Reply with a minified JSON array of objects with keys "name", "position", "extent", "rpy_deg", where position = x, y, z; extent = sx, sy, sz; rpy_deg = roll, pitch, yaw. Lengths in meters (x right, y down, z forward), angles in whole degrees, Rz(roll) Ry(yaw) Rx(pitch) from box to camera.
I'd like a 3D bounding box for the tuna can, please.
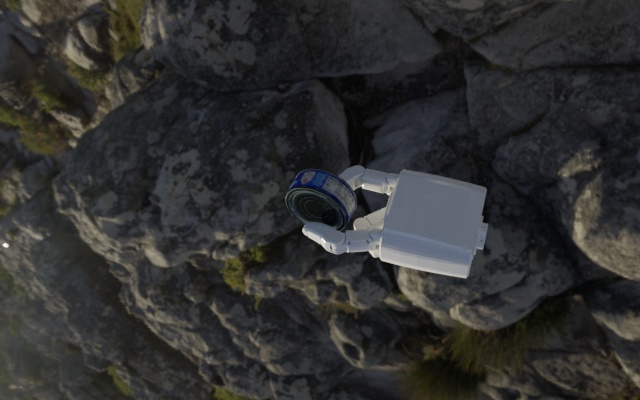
[{"name":"tuna can","position":[0.000,0.002,0.596],"extent":[0.086,0.033,0.086],"rpy_deg":[19,-36,14]}]
